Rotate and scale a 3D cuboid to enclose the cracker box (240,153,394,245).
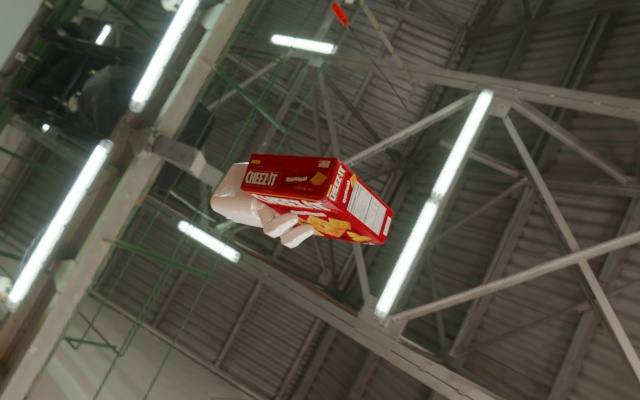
[{"bbox_3d":[0.000,0.002,0.781,0.164,0.072,0.214,6,-18,34],"label":"cracker box"}]
